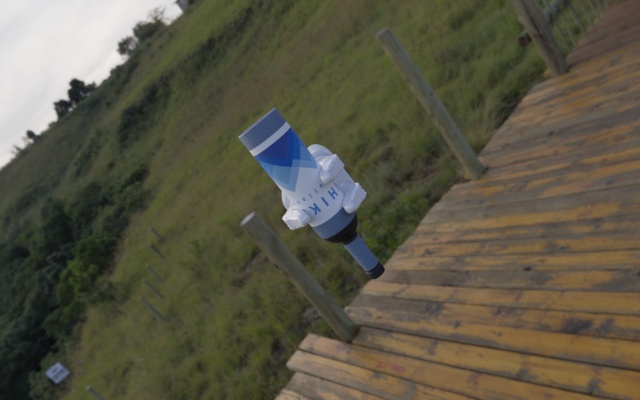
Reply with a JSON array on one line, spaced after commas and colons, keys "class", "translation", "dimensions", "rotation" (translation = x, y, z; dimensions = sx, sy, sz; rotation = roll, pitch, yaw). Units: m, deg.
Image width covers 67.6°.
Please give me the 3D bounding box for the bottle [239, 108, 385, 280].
[{"class": "bottle", "translation": [0.000, 0.002, 0.702], "dimensions": [0.069, 0.296, 0.069], "rotation": [-36, 15, 11]}]
